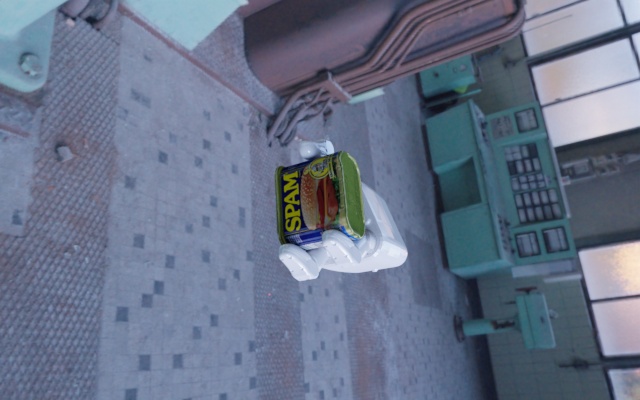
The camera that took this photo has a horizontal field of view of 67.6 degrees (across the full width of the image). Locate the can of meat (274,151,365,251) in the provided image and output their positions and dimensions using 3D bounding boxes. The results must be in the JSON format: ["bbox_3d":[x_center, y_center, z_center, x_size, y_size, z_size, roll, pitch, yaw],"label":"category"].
[{"bbox_3d":[0.000,0.002,0.533,0.084,0.102,0.057,-14,-22,25],"label":"can of meat"}]
